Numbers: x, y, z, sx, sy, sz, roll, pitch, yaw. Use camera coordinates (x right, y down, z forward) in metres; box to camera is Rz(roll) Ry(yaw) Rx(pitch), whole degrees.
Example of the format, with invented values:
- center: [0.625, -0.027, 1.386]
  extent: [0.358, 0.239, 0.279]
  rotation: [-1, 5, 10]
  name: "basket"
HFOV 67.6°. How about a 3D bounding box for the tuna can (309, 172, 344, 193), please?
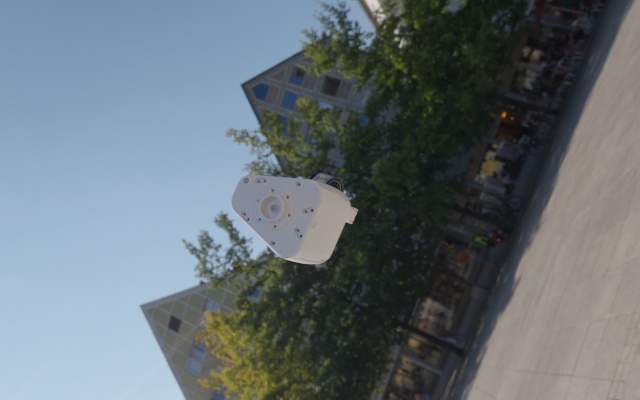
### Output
- center: [0.000, 0.002, 0.711]
  extent: [0.033, 0.086, 0.086]
  rotation: [20, 8, 23]
  name: "tuna can"
